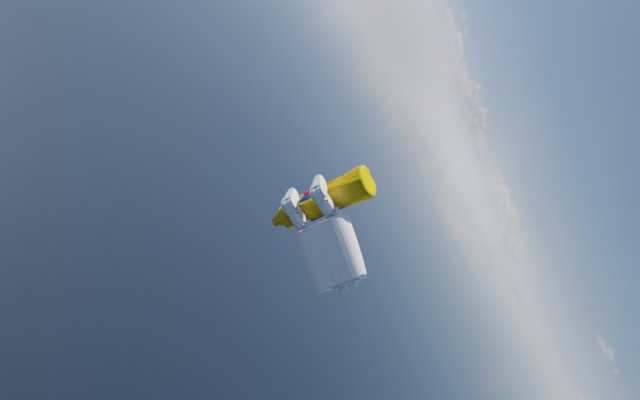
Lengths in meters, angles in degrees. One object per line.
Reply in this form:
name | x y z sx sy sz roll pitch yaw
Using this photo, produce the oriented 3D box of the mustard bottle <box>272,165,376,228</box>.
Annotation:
mustard bottle | 0.000 0.002 0.839 0.191 0.058 0.096 -24 9 16
